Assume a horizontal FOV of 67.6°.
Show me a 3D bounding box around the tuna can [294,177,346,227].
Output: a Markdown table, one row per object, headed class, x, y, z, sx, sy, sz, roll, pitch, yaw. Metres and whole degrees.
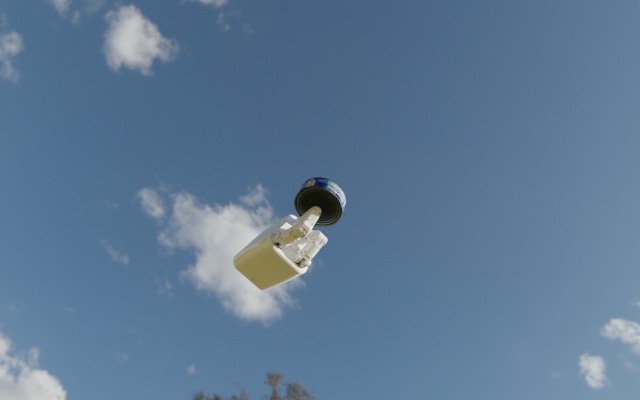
| class | x | y | z | sx | sy | sz | roll | pitch | yaw |
| --- | --- | --- | --- | --- | --- | --- | --- | --- | --- |
| tuna can | 0.000 | 0.002 | 0.826 | 0.086 | 0.086 | 0.033 | 0 | 36 | 19 |
